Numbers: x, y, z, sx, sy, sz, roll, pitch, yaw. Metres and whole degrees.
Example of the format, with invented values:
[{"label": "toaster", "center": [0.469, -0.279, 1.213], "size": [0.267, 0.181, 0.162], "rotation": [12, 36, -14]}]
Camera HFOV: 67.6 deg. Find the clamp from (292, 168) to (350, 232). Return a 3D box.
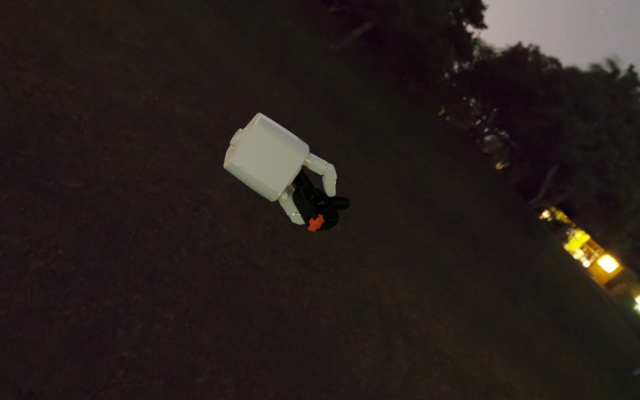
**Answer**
[{"label": "clamp", "center": [0.001, 0.002, 0.867], "size": [0.164, 0.036, 0.210], "rotation": [33, 19, -21]}]
